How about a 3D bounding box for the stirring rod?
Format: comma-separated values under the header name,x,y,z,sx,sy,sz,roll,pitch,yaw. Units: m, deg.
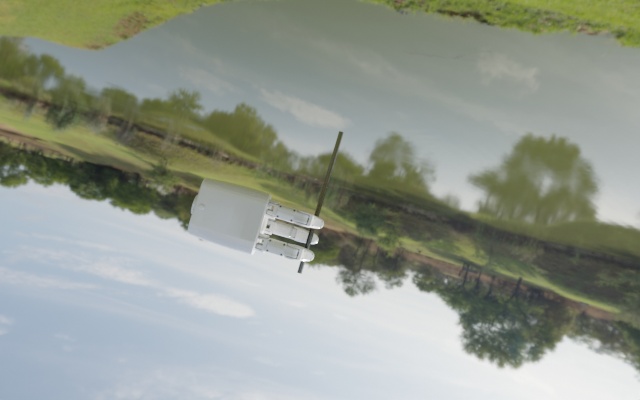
name,x,y,z,sx,sy,sz,roll,pitch,yaw
stirring rod,0.000,0.002,0.779,0.011,0.239,0.011,17,-3,1
